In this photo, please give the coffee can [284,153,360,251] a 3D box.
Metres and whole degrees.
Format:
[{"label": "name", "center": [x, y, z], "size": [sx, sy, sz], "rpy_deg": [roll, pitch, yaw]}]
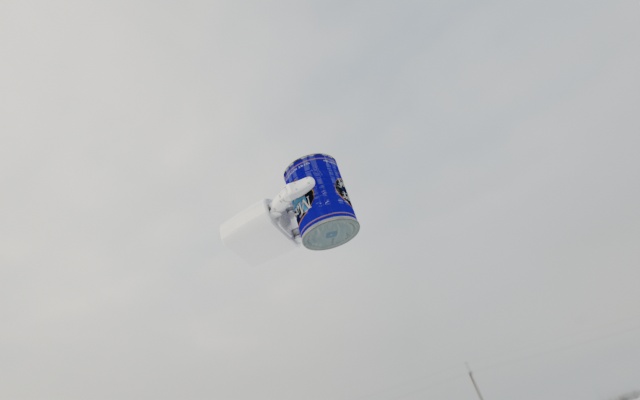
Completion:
[{"label": "coffee can", "center": [0.000, 0.003, 0.844], "size": [0.103, 0.140, 0.103], "rpy_deg": [-13, -31, -8]}]
